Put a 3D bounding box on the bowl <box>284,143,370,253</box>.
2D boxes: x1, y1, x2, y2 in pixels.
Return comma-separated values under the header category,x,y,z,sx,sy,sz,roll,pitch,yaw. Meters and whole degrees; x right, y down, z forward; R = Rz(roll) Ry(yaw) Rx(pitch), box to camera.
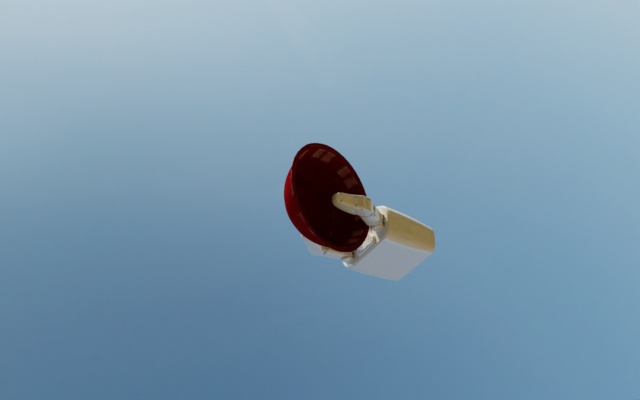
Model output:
category,x,y,z,sx,sy,sz,roll,pitch,yaw
bowl,-0.001,0.002,0.679,0.055,0.162,0.162,-24,-15,37
